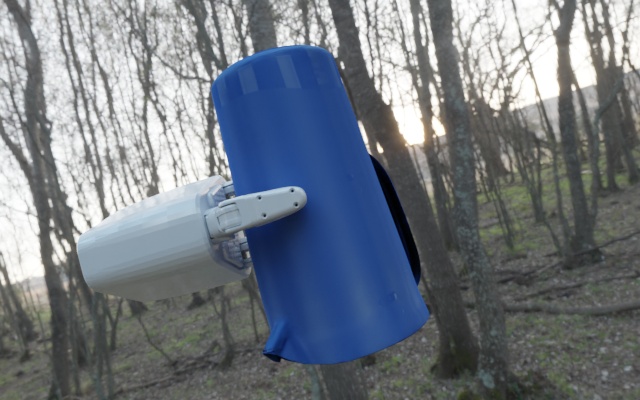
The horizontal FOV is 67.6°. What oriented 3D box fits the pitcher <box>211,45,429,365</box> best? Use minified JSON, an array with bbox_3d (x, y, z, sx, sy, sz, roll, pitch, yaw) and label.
[{"bbox_3d":[0.000,0.001,0.410,0.145,0.243,0.149,-17,-1,4],"label":"pitcher"}]
